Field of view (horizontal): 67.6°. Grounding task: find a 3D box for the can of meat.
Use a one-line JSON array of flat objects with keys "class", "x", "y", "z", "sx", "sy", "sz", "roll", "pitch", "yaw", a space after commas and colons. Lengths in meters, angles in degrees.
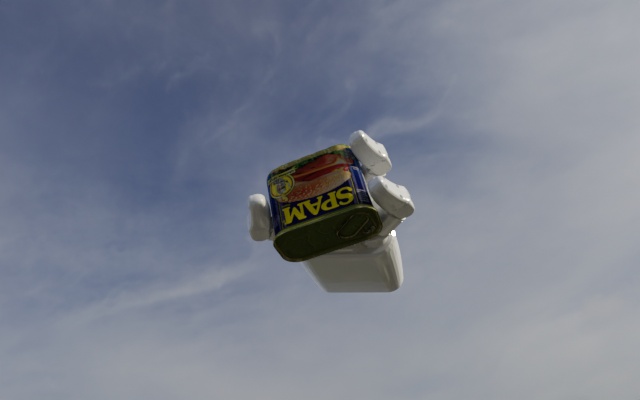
[{"class": "can of meat", "x": 0.000, "y": 0.001, "z": 0.469, "sx": 0.102, "sy": 0.084, "sz": 0.057, "roll": -19, "pitch": -38, "yaw": 7}]
